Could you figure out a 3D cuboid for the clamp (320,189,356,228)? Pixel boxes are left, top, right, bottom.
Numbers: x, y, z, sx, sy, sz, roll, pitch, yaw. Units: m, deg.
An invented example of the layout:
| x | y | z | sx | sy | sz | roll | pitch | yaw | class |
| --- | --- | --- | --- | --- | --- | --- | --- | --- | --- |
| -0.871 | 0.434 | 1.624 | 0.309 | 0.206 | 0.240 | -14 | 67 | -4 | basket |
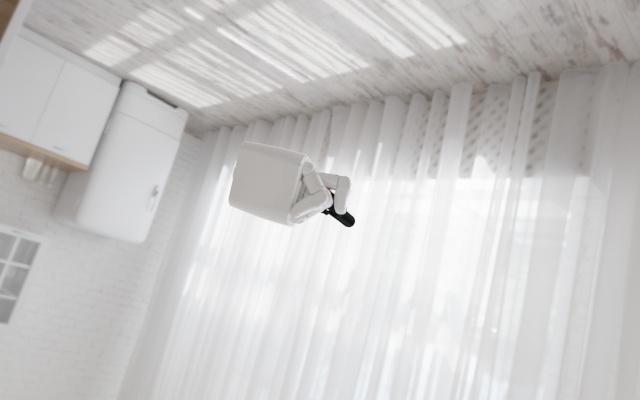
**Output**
| x | y | z | sx | sy | sz | roll | pitch | yaw | class |
| --- | --- | --- | --- | --- | --- | --- | --- | --- | --- |
| 0.000 | 0.003 | 0.842 | 0.120 | 0.039 | 0.171 | 19 | -12 | 13 | clamp |
